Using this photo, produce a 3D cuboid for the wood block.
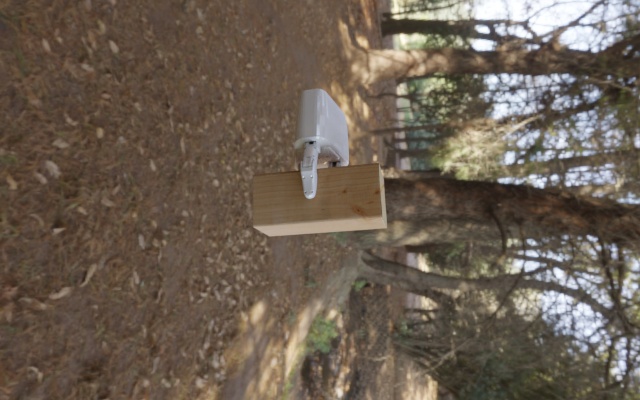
[{"bbox_3d":[0.000,0.002,0.787,0.206,0.090,0.091,-5,-16,11],"label":"wood block"}]
